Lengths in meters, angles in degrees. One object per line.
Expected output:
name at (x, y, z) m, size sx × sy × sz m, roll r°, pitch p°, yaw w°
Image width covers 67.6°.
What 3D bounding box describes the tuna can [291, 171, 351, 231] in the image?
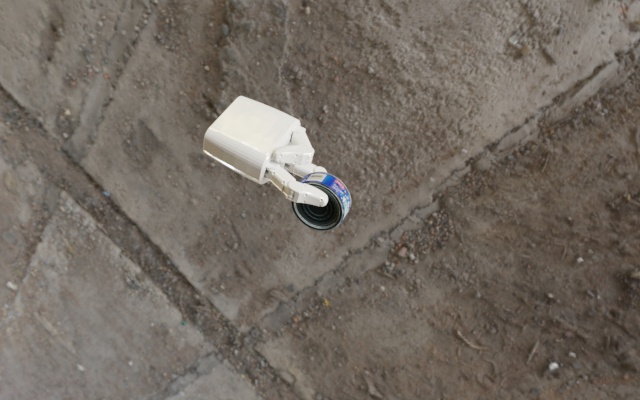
tuna can at (0.000, 0.003, 0.709) m, size 0.086 × 0.086 × 0.033 m, roll 0°, pitch 30°, yaw 25°
